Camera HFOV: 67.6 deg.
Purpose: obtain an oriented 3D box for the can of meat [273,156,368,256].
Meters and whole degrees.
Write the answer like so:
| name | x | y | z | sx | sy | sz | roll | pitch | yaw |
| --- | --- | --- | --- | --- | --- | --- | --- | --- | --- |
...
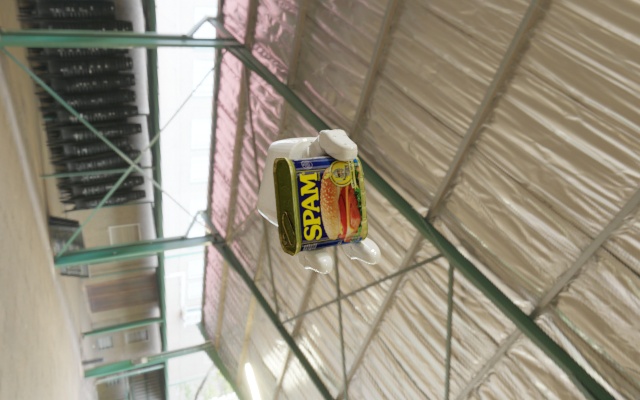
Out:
| name | x | y | z | sx | sy | sz | roll | pitch | yaw |
| --- | --- | --- | --- | --- | --- | --- | --- | --- | --- |
| can of meat | 0.000 | 0.002 | 0.511 | 0.084 | 0.102 | 0.057 | -7 | 6 | -23 |
